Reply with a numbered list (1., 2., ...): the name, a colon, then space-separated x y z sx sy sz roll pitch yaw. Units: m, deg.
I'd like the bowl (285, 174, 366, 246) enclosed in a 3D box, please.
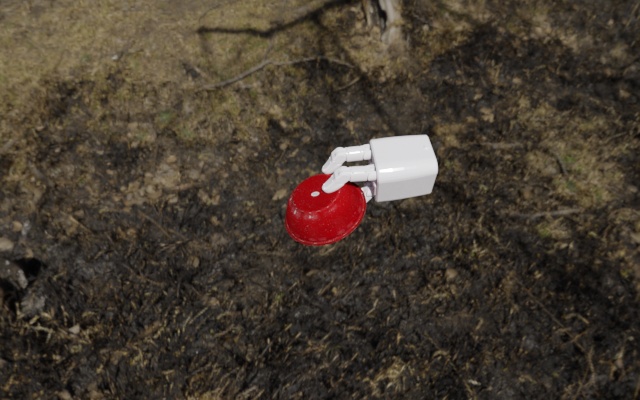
1. bowl: -0.001 0.003 0.879 0.162 0.162 0.055 0 -39 24
